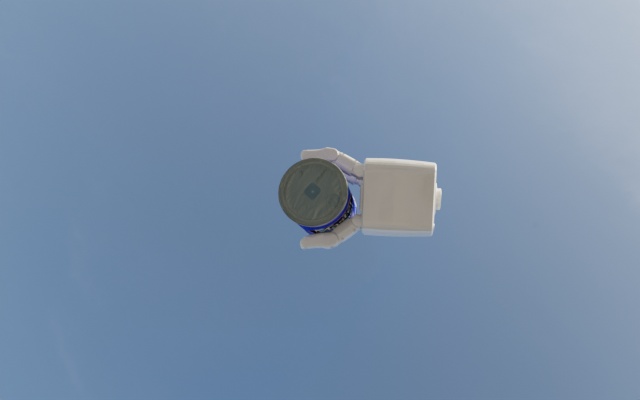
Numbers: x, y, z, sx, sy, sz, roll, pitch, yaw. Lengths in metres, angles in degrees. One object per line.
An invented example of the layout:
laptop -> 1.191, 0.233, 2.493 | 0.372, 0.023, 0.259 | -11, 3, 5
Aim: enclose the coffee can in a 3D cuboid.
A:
coffee can -> 0.000, 0.002, 0.754 | 0.103, 0.102, 0.140 | 0, -13, 10
